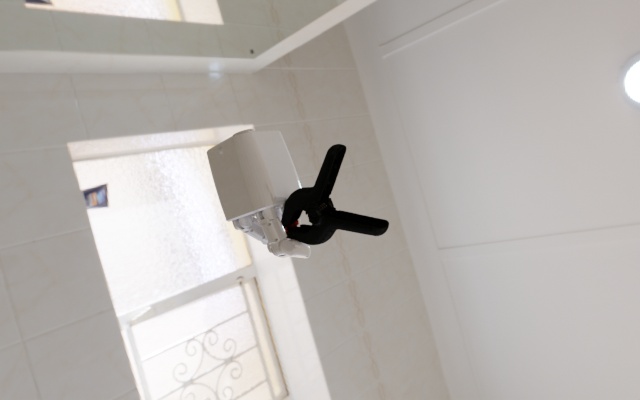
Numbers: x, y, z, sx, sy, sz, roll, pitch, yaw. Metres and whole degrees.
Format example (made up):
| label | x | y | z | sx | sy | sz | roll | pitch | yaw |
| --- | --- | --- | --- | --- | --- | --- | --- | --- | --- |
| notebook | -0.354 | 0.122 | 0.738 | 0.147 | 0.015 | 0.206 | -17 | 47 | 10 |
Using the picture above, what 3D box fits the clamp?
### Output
| label | x | y | z | sx | sy | sz | roll | pitch | yaw |
| --- | --- | --- | --- | --- | --- | --- | --- | --- | --- |
| clamp | 0.000 | 0.002 | 0.615 | 0.171 | 0.120 | 0.039 | -18 | 1 | 42 |
